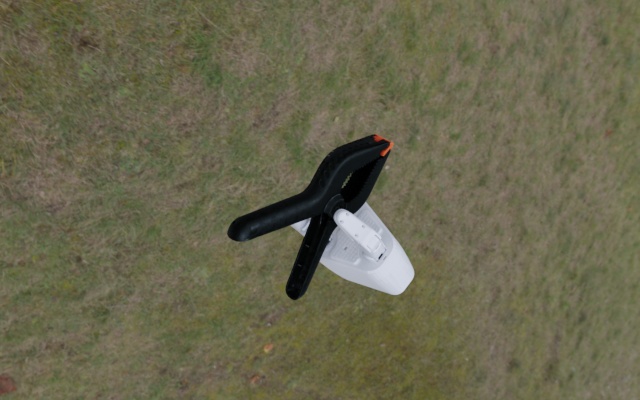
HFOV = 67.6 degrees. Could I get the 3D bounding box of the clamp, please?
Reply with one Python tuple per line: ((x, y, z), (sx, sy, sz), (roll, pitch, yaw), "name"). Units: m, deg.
((0.001, 0.002, 0.516), (0.036, 0.210, 0.165), (34, -8, 34), "clamp")
